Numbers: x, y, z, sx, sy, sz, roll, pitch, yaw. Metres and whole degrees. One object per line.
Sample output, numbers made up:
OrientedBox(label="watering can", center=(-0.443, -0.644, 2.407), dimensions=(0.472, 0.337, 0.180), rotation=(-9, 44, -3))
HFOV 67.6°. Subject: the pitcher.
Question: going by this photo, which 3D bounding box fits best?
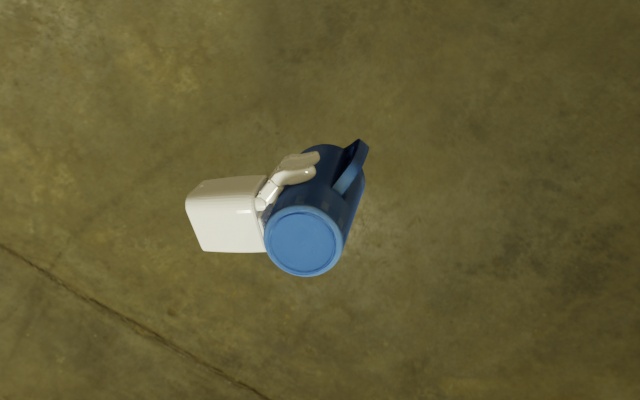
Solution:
OrientedBox(label="pitcher", center=(0.000, 0.002, 0.724), dimensions=(0.145, 0.149, 0.242), rotation=(-1, 23, 10))
